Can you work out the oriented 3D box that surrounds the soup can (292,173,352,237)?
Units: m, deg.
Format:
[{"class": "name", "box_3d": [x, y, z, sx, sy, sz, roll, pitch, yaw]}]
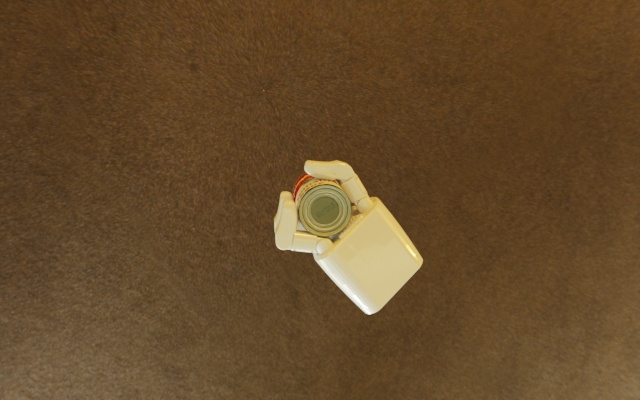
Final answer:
[{"class": "soup can", "box_3d": [0.000, 0.002, 0.623, 0.068, 0.068, 0.102, 0, 13, -7]}]
